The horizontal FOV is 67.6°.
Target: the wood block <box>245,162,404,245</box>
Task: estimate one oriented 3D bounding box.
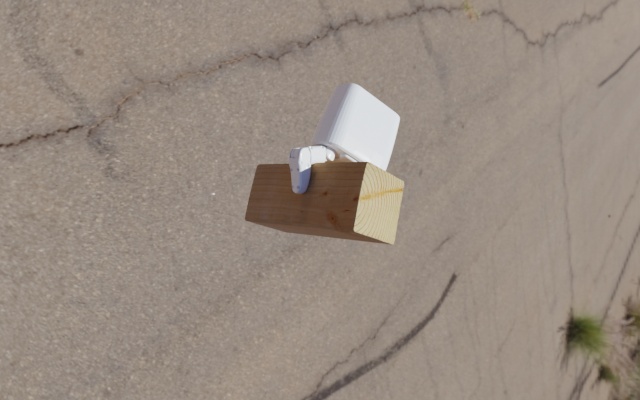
[{"bbox_3d":[0.000,0.002,0.671,0.206,0.090,0.091,2,-14,43],"label":"wood block"}]
